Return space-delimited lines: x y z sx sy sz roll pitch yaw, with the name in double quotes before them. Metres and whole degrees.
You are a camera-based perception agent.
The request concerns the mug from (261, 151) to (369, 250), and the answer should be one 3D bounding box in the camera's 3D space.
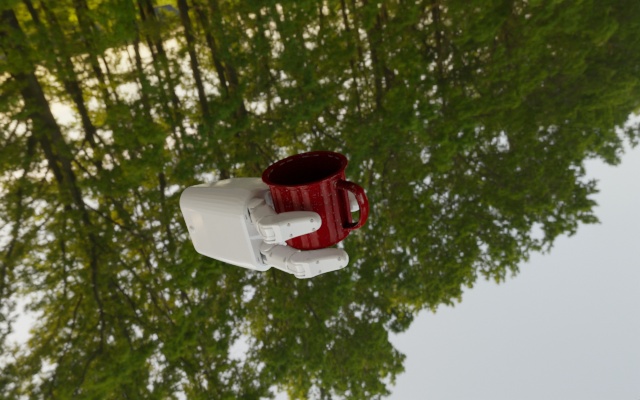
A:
"mug" 0.001 0.002 0.515 0.117 0.081 0.093 6 31 32
